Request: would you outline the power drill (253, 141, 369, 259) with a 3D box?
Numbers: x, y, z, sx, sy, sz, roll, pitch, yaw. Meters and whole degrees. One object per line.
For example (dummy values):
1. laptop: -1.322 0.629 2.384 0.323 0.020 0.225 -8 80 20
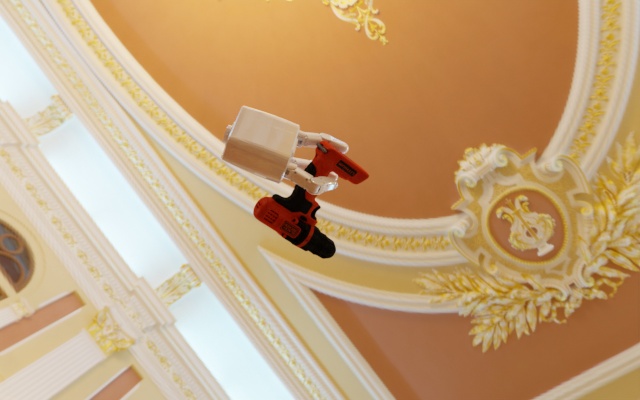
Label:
1. power drill: 0.000 0.002 0.858 0.184 0.187 0.057 35 8 -30
